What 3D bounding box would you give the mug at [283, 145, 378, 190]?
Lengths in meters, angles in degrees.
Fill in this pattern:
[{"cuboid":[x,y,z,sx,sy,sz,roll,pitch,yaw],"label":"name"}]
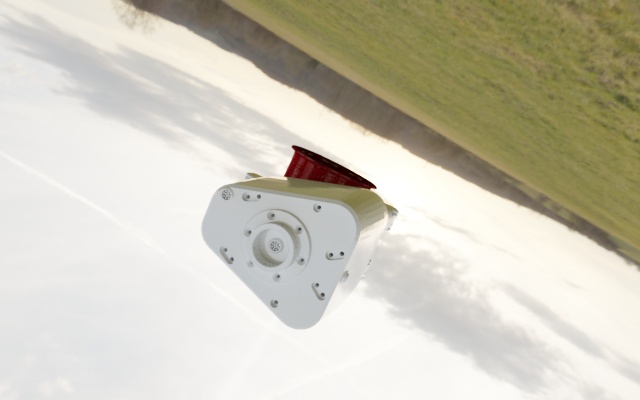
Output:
[{"cuboid":[0.000,0.002,0.483,0.093,0.081,0.117,29,10,14],"label":"mug"}]
